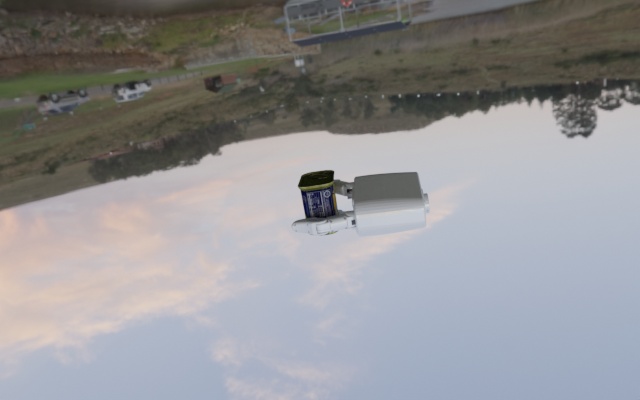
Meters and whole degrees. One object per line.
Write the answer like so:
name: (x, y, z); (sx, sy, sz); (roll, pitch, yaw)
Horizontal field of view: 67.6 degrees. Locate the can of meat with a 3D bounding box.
can of meat: (0.000, 0.003, 0.787); (0.057, 0.084, 0.102); (-8, 16, 5)
